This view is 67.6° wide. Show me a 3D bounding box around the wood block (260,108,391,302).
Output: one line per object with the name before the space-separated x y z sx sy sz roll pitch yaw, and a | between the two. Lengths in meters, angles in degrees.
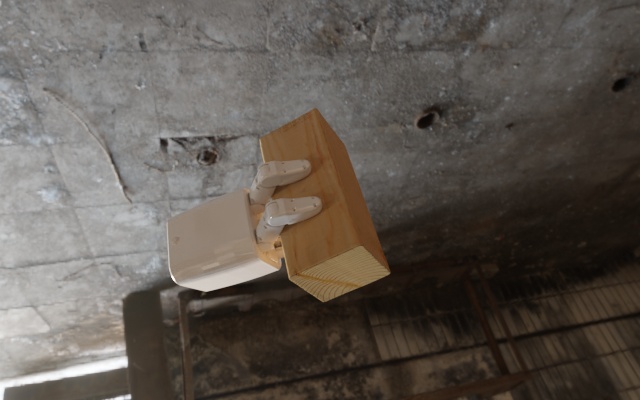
wood block | 0.000 0.002 0.579 0.090 0.206 0.091 -26 -37 14
